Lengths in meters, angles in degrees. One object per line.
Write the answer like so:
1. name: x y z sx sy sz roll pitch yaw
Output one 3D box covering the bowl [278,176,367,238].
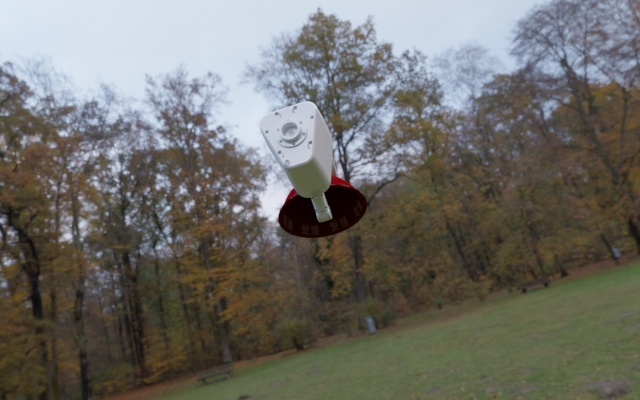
1. bowl: 0.000 0.003 0.867 0.162 0.055 0.162 -8 -36 -6
